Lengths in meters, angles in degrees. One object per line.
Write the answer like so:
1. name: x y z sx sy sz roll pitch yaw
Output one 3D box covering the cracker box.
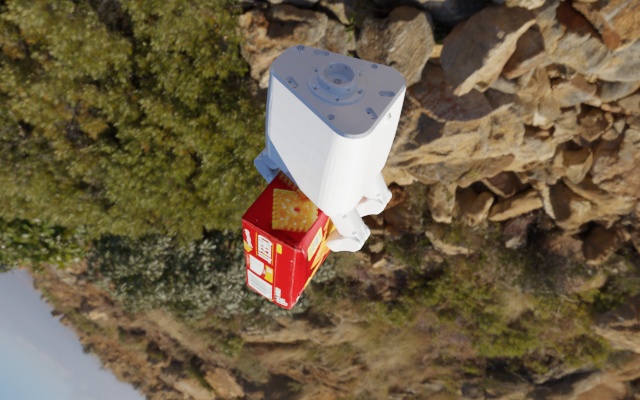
1. cracker box: 0.000 0.002 0.553 0.072 0.213 0.164 30 -31 13
